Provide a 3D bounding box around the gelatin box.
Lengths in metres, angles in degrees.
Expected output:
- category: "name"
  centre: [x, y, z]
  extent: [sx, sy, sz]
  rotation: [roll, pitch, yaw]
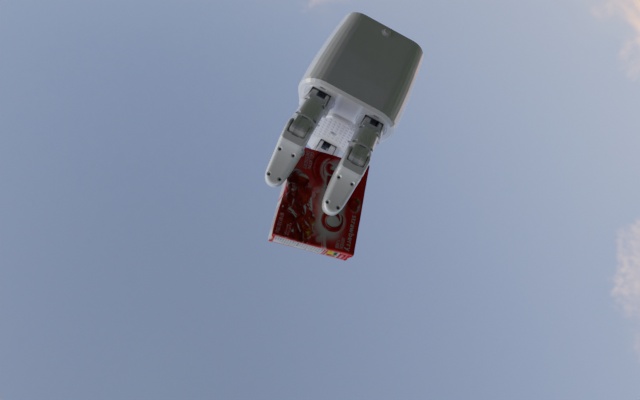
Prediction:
- category: "gelatin box"
  centre: [0.000, 0.002, 0.427]
  extent: [0.073, 0.089, 0.030]
  rotation: [16, -20, -8]
